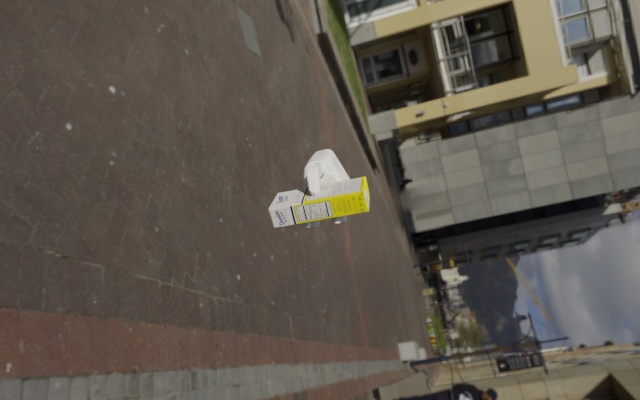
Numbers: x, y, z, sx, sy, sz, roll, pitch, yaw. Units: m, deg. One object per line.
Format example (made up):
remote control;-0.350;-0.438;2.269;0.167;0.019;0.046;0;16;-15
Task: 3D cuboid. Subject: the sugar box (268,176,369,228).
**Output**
sugar box;0.000;0.003;0.882;0.176;0.048;0.093;-12;18;12
